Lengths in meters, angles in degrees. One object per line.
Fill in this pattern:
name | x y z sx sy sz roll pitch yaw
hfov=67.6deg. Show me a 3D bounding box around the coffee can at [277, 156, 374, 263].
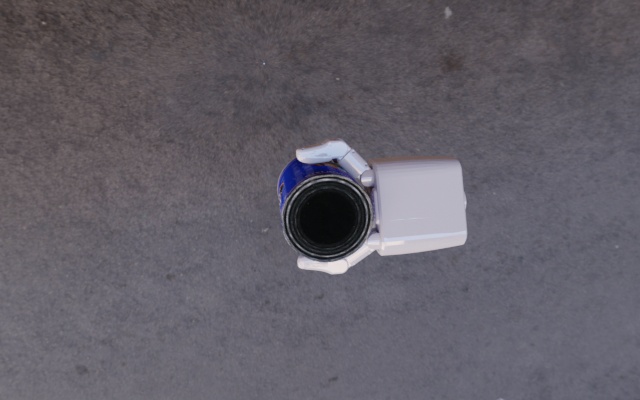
coffee can | 0.000 0.002 0.588 0.103 0.103 0.140 0 16 -7
